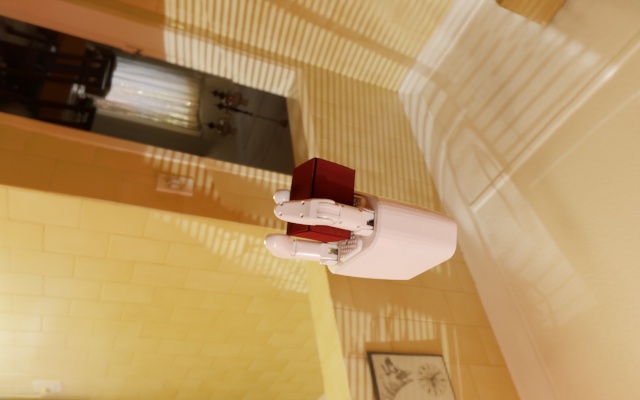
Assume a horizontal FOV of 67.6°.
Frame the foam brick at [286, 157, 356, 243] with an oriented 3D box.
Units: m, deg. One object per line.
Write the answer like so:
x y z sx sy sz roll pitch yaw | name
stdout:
0.000 0.001 0.509 0.051 0.078 0.053 12 -14 -27 | foam brick
